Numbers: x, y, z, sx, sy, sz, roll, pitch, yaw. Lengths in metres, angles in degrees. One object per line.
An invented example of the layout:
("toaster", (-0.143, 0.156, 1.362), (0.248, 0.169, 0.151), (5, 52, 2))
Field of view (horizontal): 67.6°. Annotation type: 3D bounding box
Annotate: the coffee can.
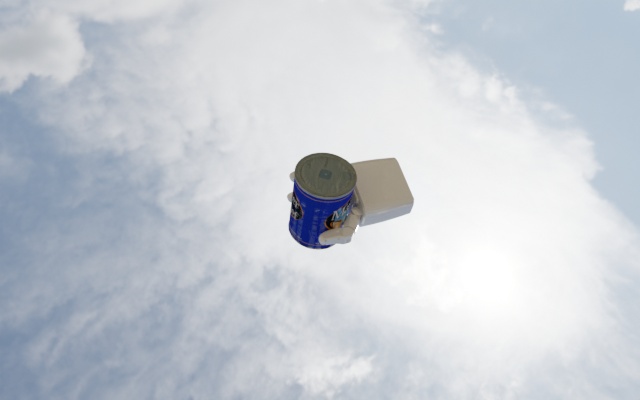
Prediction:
("coffee can", (0.000, 0.003, 0.824), (0.103, 0.102, 0.140), (0, -42, -10))
